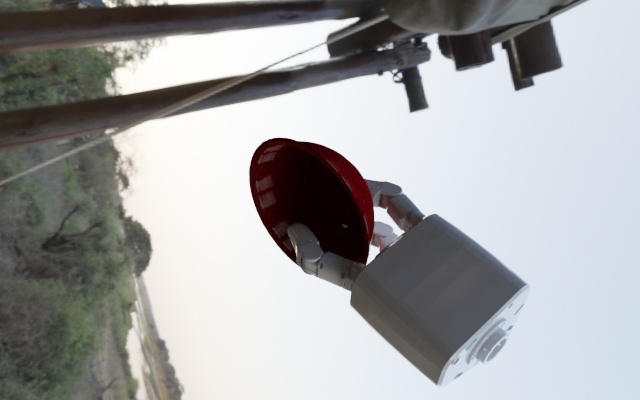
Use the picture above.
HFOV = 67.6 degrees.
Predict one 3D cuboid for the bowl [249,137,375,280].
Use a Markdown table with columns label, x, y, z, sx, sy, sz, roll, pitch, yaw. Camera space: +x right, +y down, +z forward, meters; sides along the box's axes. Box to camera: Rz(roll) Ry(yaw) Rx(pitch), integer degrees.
| label | x | y | z | sx | sy | sz | roll | pitch | yaw |
| --- | --- | --- | --- | --- | --- | --- | --- | --- | --- |
| bowl | -0.001 | 0.001 | 0.488 | 0.162 | 0.162 | 0.055 | 0 | 27 | 48 |
